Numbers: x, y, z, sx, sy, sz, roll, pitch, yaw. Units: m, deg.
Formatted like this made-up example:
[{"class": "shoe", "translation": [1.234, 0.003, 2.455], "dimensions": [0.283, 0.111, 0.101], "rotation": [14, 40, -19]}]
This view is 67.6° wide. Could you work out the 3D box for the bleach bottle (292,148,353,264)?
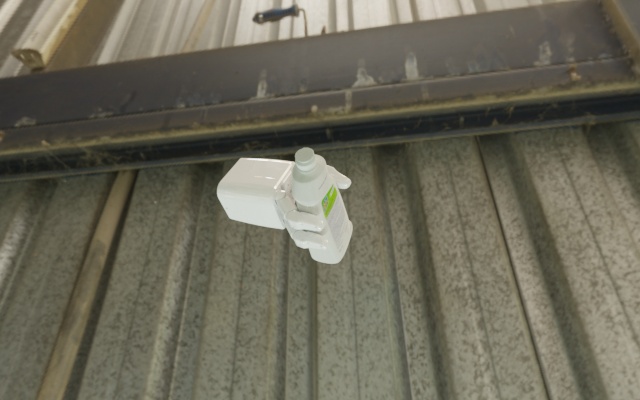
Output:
[{"class": "bleach bottle", "translation": [0.000, 0.003, 0.797], "dimensions": [0.068, 0.102, 0.251], "rotation": [8, -35, 18]}]
